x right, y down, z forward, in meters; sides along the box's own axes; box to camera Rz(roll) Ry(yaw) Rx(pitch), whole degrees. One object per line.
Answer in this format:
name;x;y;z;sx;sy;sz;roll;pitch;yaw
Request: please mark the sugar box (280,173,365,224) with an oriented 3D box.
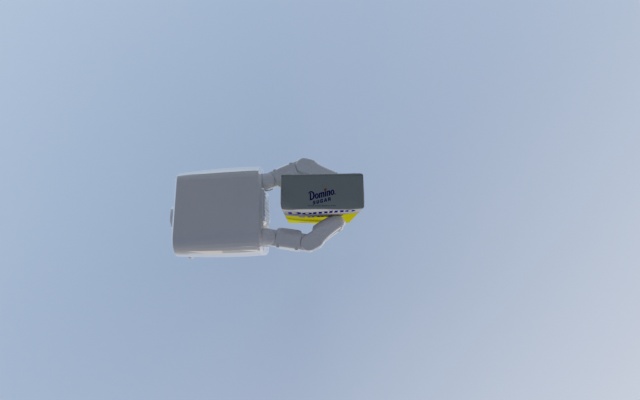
sugar box;0.000;0.003;0.602;0.093;0.048;0.176;-1;-5;-1
